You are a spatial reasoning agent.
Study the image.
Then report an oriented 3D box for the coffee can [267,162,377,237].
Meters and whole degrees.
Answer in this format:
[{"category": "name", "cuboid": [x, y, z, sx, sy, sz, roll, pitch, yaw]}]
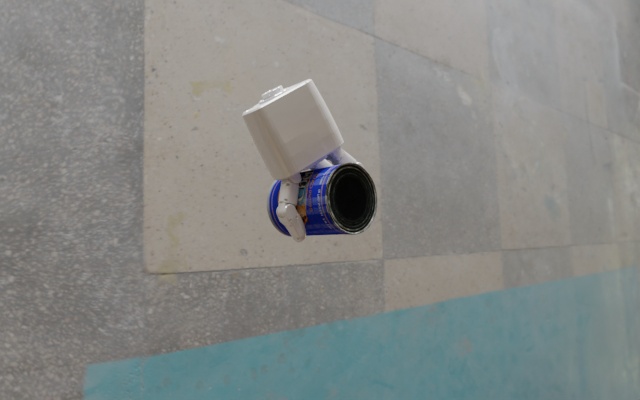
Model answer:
[{"category": "coffee can", "cuboid": [0.000, 0.003, 0.722, 0.103, 0.103, 0.140, 0, -4, -41]}]
